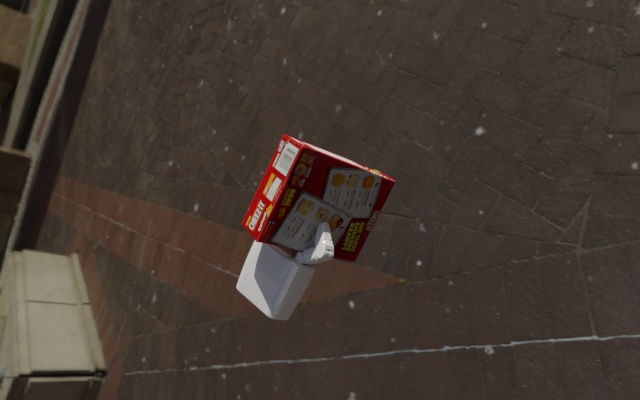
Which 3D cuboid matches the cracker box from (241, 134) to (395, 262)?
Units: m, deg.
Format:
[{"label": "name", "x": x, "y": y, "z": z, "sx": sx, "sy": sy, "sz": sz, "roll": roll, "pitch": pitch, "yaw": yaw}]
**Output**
[{"label": "cracker box", "x": 0.000, "y": 0.003, "z": 0.788, "sx": 0.214, "sy": 0.164, "sz": 0.072, "roll": 17, "pitch": 14, "yaw": -40}]
